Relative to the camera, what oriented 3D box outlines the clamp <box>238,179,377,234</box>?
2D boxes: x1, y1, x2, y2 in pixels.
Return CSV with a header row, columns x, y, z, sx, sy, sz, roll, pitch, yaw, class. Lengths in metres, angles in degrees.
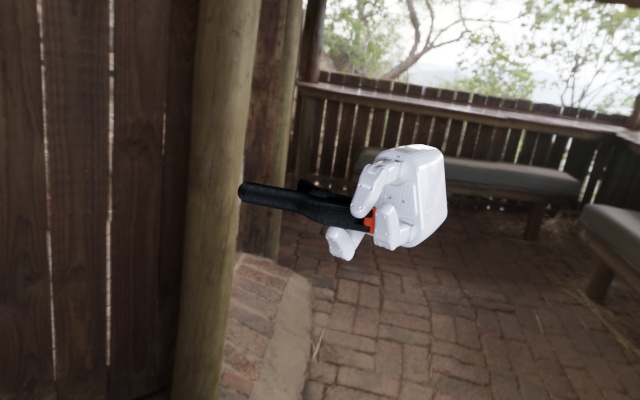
x,y,z,sx,sy,sz,roll,pitch,yaw,class
0.000,0.001,0.573,0.171,0.039,0.120,18,21,28,clamp
